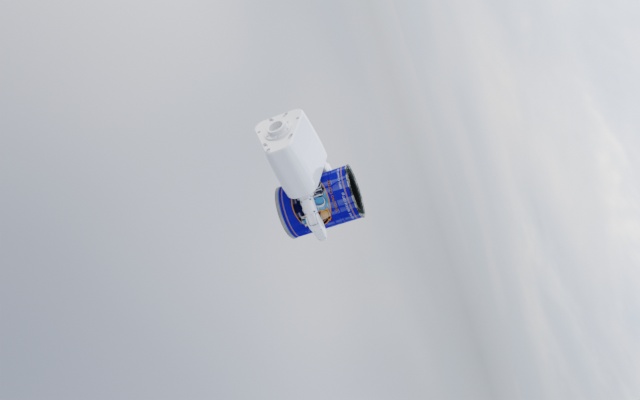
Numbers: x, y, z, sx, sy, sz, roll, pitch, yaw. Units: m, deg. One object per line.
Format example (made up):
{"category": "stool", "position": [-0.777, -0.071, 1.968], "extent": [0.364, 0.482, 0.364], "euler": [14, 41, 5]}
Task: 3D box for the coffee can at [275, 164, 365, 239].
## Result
{"category": "coffee can", "position": [0.000, 0.003, 0.884], "extent": [0.140, 0.103, 0.103], "euler": [-18, -4, 12]}
